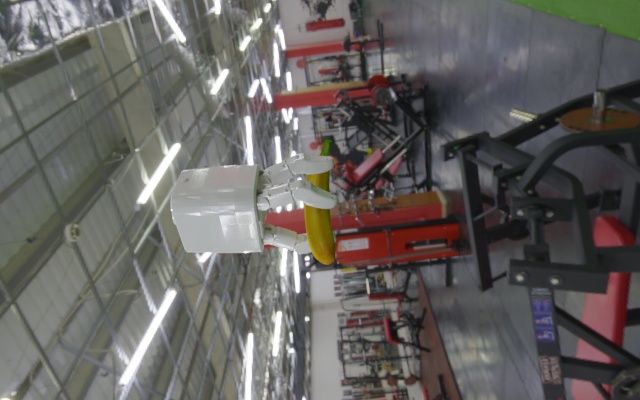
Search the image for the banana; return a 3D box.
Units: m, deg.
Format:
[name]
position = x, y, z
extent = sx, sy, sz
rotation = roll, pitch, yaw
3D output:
[banana]
position = -0.002, 0.010, 0.651
extent = 0.037, 0.197, 0.070
rotation = 2, -35, -6
